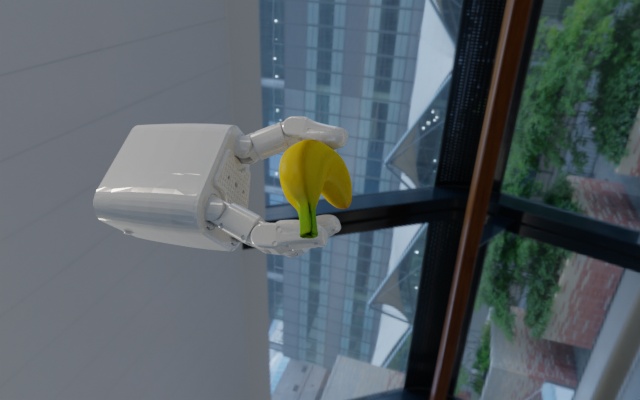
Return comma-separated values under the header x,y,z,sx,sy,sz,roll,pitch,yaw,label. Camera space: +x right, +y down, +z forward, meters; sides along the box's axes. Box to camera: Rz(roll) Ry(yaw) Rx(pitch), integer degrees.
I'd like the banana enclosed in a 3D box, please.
x,y,z,sx,sy,sz,roll,pitch,yaw,label
-0.002,-0.017,0.407,0.037,0.069,0.198,-2,5,12,banana
